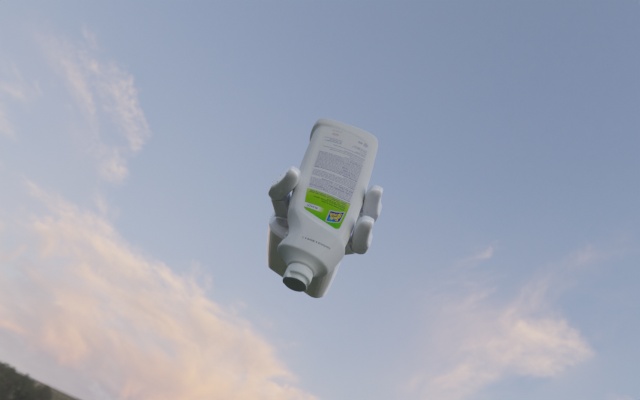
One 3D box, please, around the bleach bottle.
[{"bbox_3d":[0.000,0.002,0.611,0.102,0.250,0.068,19,-40,5],"label":"bleach bottle"}]
